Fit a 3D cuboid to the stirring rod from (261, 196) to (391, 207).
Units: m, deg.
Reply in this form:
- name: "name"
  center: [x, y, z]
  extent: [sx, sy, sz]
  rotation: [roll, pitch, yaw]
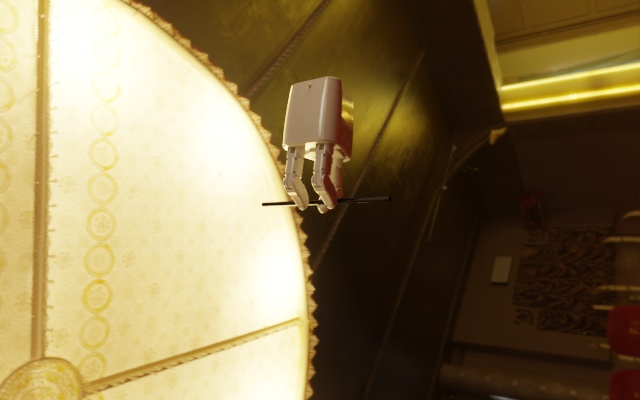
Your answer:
- name: "stirring rod"
  center: [0.000, 0.002, 0.752]
  extent: [0.239, 0.011, 0.011]
  rotation: [-3, -2, 35]
